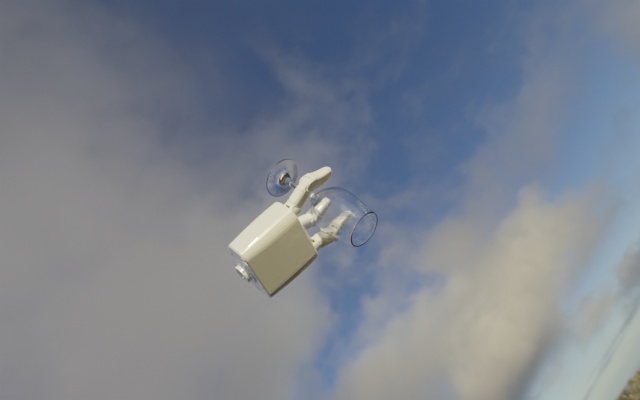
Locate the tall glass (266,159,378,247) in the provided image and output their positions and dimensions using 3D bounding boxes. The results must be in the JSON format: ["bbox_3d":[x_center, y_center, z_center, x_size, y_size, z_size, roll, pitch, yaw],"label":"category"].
[{"bbox_3d":[0.000,0.002,0.799,0.201,0.079,0.079,32,20,35],"label":"tall glass"}]
